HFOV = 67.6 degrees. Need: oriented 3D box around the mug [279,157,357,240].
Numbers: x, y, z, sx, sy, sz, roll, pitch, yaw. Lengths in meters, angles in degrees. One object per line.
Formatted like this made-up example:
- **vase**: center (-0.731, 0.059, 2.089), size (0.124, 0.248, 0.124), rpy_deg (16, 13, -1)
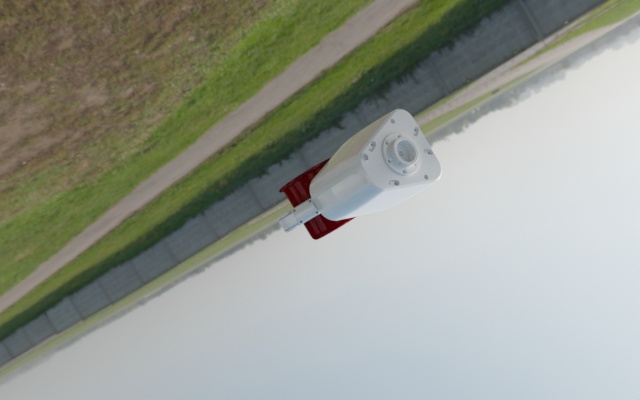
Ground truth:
- **mug**: center (0.000, 0.003, 0.639), size (0.093, 0.081, 0.117), rpy_deg (-30, -2, -32)
